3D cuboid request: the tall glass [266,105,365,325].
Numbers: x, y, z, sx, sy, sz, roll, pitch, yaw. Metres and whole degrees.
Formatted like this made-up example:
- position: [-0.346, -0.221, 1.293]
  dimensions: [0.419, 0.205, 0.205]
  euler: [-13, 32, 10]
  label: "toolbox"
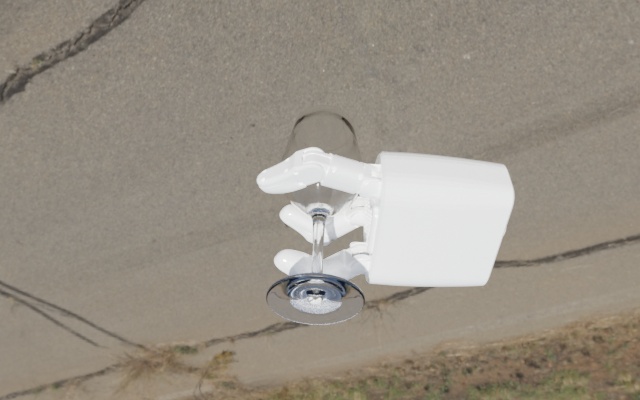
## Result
- position: [0.000, 0.002, 0.422]
  dimensions: [0.079, 0.200, 0.079]
  euler: [1, -41, 1]
  label: "tall glass"
